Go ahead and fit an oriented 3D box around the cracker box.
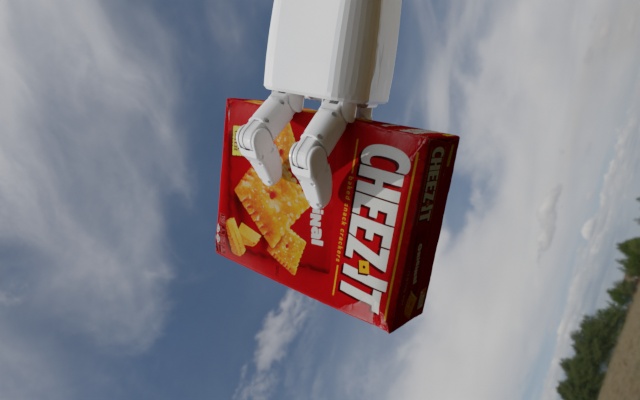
[{"bbox_3d":[0.000,0.001,0.442,0.213,0.164,0.072,18,17,34],"label":"cracker box"}]
